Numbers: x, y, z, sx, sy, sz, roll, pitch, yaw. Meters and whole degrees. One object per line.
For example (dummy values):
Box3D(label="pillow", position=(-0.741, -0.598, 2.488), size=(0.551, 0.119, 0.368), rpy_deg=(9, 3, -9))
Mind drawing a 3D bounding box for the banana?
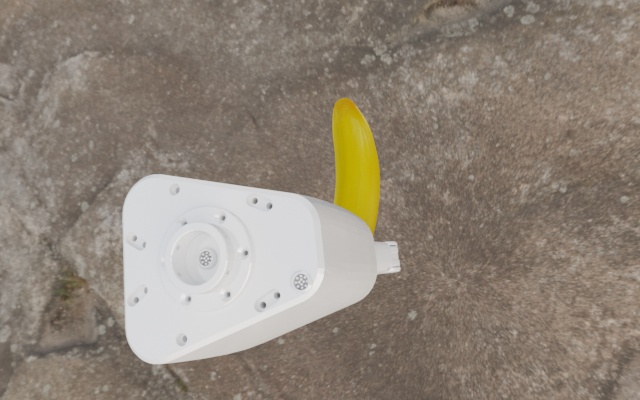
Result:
Box3D(label="banana", position=(0.016, 0.010, 0.406), size=(0.069, 0.198, 0.037), rpy_deg=(17, -3, 21))
